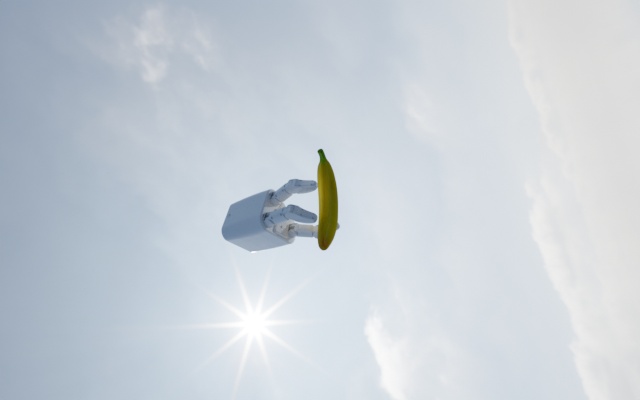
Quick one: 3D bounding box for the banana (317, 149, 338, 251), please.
[{"bbox_3d":[0.009,0.005,0.907,0.037,0.197,0.070,-13,-22,26],"label":"banana"}]
